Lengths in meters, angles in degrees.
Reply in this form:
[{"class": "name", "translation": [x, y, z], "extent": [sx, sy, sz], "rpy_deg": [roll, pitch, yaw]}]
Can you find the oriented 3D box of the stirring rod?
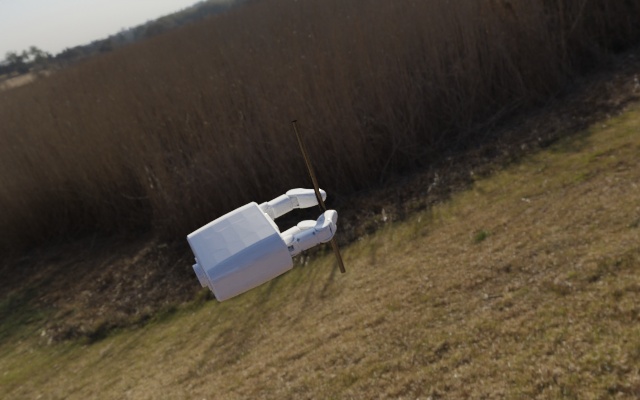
[{"class": "stirring rod", "translation": [0.000, 0.002, 0.667], "extent": [0.011, 0.240, 0.011], "rpy_deg": [-15, 24, 7]}]
